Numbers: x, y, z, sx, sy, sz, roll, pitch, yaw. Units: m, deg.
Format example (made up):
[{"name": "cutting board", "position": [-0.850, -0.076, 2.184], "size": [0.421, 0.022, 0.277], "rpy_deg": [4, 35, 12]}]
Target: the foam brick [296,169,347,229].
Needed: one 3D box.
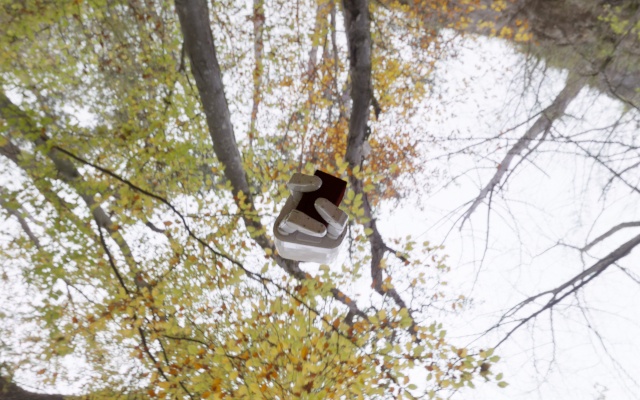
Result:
[{"name": "foam brick", "position": [0.000, 0.002, 0.734], "size": [0.053, 0.078, 0.051], "rpy_deg": [25, -23, 8]}]
